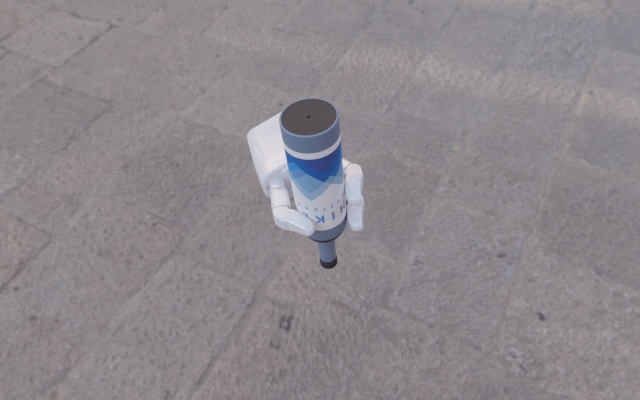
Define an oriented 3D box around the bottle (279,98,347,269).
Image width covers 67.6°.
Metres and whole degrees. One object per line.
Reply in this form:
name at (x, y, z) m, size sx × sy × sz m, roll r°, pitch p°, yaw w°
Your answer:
bottle at (0.000, 0.002, 0.635) m, size 0.069 × 0.069 × 0.296 m, roll 0°, pitch -40°, yaw 7°
